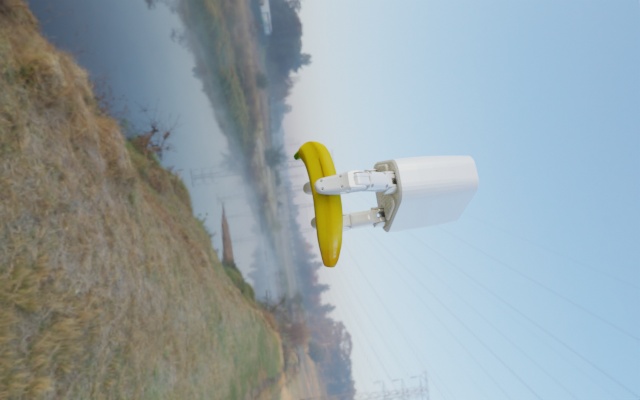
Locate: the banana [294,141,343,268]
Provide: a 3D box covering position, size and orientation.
[{"bbox_3d":[0.002,-0.013,0.608,0.037,0.197,0.070,-4,-39,-13],"label":"banana"}]
